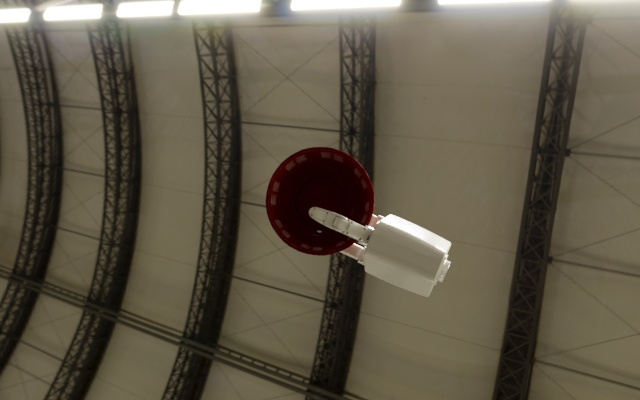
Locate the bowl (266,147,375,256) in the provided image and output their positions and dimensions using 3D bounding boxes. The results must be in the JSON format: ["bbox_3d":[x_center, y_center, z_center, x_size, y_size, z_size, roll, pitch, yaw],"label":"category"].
[{"bbox_3d":[-0.001,0.002,0.730,0.162,0.162,0.055,0,-4,3],"label":"bowl"}]
